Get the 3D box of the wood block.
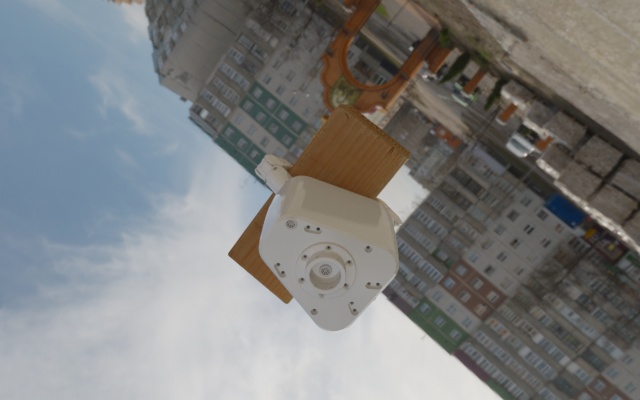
[{"bbox_3d":[0.000,0.002,0.539,0.091,0.206,0.090,39,15,3],"label":"wood block"}]
